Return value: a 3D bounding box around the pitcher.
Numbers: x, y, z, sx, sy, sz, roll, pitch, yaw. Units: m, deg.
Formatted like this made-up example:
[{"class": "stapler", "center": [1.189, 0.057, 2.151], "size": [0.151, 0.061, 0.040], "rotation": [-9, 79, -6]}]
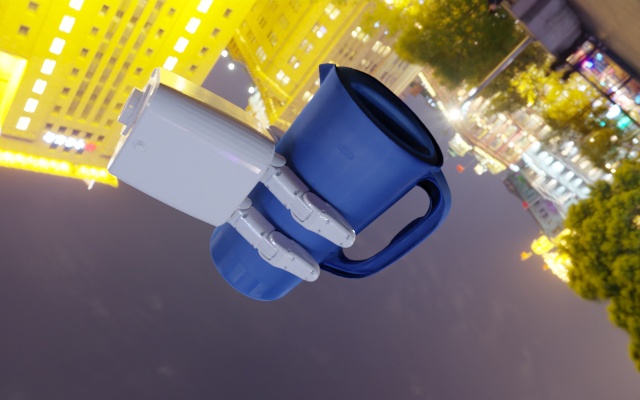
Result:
[{"class": "pitcher", "center": [0.000, 0.001, 0.479], "size": [0.145, 0.243, 0.149], "rotation": [28, 31, -27]}]
